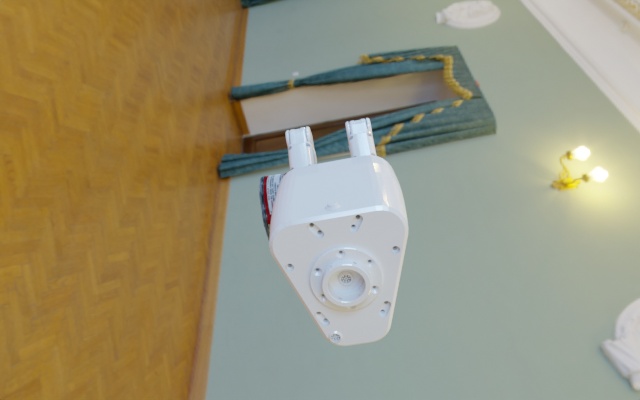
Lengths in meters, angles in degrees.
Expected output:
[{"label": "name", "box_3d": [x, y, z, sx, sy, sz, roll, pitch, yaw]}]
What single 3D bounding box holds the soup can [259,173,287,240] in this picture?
[{"label": "soup can", "box_3d": [0.000, 0.001, 0.451, 0.102, 0.068, 0.068, -10, -1, 5]}]
